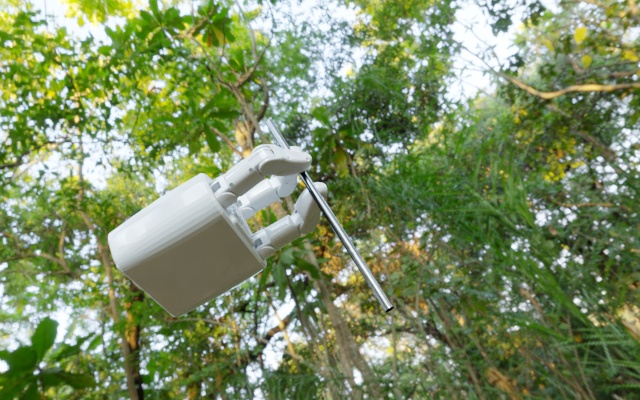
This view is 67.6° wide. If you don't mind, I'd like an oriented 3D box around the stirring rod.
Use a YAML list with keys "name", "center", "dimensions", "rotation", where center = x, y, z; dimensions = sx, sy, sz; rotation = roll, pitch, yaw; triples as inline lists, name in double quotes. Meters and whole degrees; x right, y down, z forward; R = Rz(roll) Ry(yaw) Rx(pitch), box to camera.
- name: "stirring rod"
  center: [0.000, 0.002, 0.442]
  dimensions: [0.011, 0.239, 0.011]
  rotation: [-22, -34, -16]
